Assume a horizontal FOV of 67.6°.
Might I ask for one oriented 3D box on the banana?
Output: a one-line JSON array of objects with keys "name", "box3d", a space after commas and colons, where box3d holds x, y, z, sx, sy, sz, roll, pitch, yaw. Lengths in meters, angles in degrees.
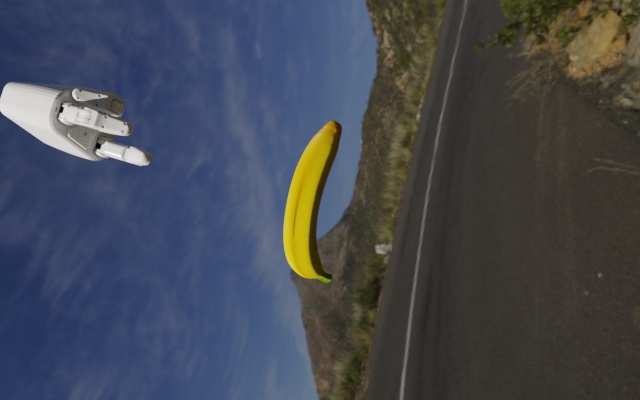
[{"name": "banana", "box3d": [-0.011, 0.009, 0.544, 0.037, 0.198, 0.069, 16, 20, 33]}]
